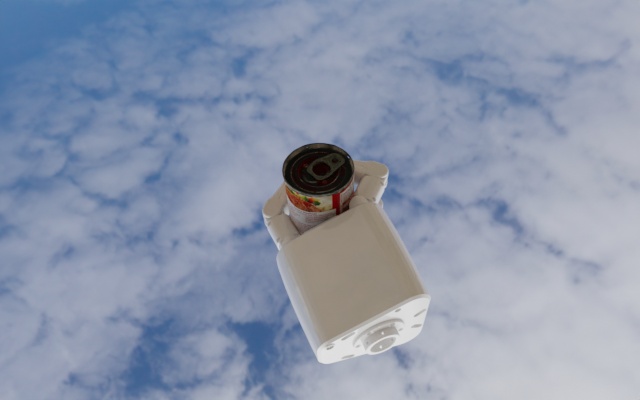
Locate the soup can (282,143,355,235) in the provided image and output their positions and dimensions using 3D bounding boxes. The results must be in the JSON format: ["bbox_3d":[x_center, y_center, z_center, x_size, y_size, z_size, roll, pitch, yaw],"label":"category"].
[{"bbox_3d":[0.000,0.001,0.484,0.068,0.068,0.102,0,-39,3],"label":"soup can"}]
